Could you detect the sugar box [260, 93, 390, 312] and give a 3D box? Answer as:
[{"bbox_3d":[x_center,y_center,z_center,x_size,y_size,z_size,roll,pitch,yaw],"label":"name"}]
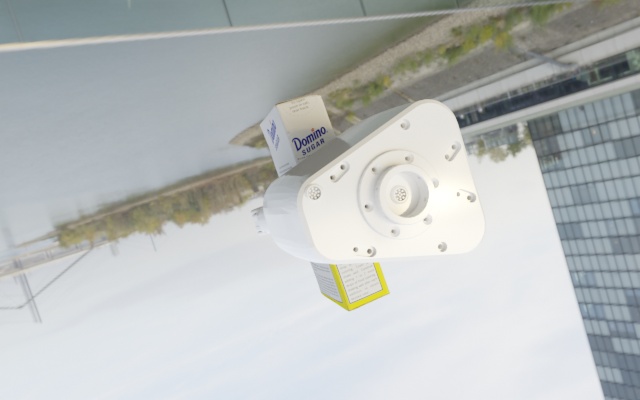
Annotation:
[{"bbox_3d":[0.001,0.001,0.423,0.048,0.176,0.093,-18,4,-15],"label":"sugar box"}]
